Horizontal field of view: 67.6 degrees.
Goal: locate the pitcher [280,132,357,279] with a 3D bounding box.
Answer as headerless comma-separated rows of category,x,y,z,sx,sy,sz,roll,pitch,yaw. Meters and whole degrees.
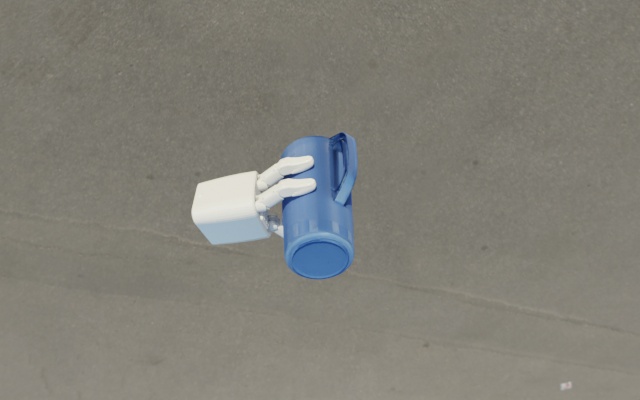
pitcher,0.000,0.003,0.807,0.145,0.149,0.242,-8,42,4
